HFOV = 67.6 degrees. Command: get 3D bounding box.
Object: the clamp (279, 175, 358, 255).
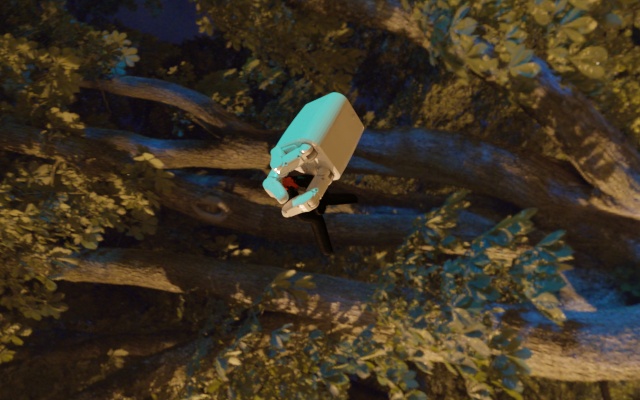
[{"bbox_3d":[0.000,0.003,0.806,0.039,0.120,0.172,8,-31,41],"label":"clamp"}]
